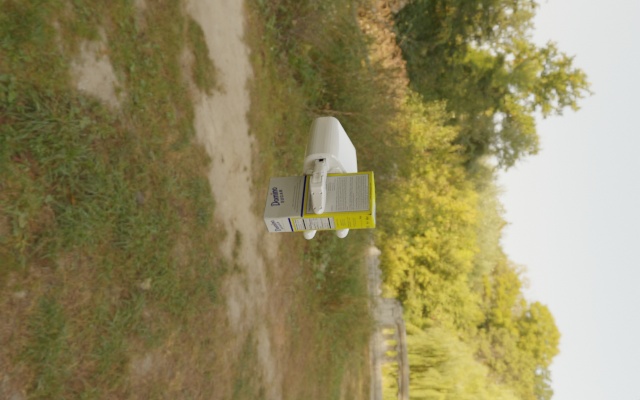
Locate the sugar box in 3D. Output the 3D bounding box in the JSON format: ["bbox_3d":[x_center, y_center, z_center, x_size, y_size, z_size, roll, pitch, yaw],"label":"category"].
[{"bbox_3d":[0.000,0.003,0.784,0.176,0.093,0.048,-4,-41,11],"label":"sugar box"}]
